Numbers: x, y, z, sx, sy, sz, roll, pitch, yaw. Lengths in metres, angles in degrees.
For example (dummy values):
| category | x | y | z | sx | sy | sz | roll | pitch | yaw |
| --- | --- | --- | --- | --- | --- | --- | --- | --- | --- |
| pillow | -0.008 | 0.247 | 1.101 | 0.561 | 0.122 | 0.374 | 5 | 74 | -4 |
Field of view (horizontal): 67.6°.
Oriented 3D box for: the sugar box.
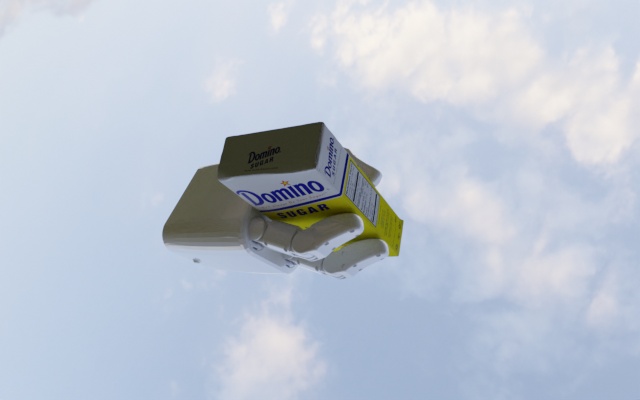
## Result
| category | x | y | z | sx | sy | sz | roll | pitch | yaw |
| --- | --- | --- | --- | --- | --- | --- | --- | --- | --- |
| sugar box | 0.000 | 0.002 | 0.419 | 0.093 | 0.048 | 0.176 | -4 | -25 | 30 |
